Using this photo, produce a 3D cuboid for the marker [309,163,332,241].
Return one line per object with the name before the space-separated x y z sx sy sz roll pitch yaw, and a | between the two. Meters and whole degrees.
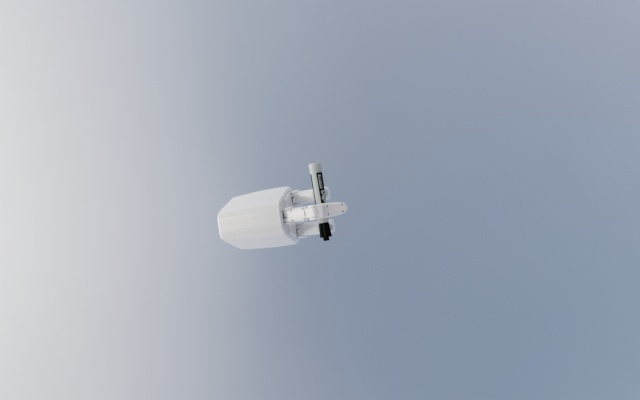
marker | 0.000 0.002 0.739 0.020 0.121 0.020 -8 -1 0
